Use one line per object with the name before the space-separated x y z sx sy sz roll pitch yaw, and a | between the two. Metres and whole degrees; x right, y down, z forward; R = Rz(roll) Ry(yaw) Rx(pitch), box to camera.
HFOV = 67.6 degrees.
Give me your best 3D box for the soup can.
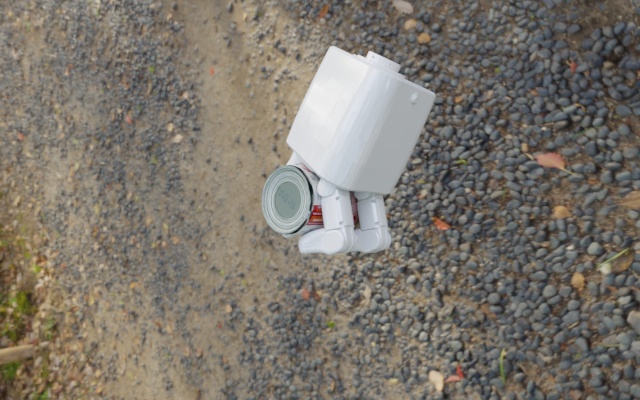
soup can | 0.000 0.002 0.483 0.068 0.068 0.102 0 -3 41
